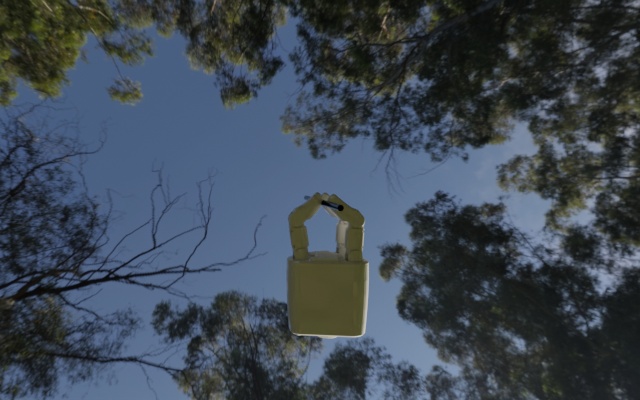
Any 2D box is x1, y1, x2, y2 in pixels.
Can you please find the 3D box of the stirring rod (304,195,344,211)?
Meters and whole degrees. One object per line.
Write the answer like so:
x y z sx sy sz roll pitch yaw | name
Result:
0.000 0.002 0.695 0.011 0.011 0.239 0 3 -12 | stirring rod
